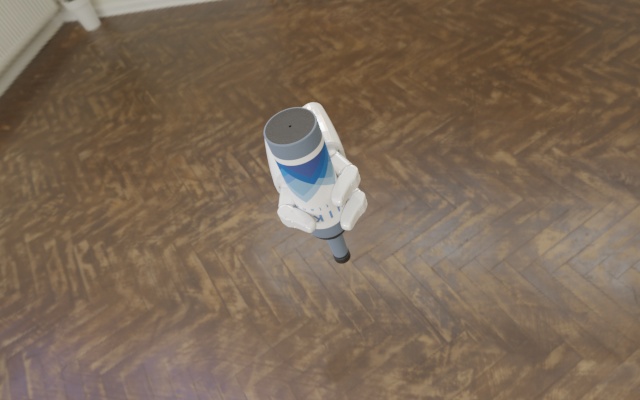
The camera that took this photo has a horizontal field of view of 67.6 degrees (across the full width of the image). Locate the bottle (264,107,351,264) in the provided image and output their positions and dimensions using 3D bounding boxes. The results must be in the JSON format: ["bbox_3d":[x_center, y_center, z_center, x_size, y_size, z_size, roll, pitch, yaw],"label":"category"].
[{"bbox_3d":[0.000,0.002,0.673,0.069,0.069,0.296,0,-38,18],"label":"bottle"}]
